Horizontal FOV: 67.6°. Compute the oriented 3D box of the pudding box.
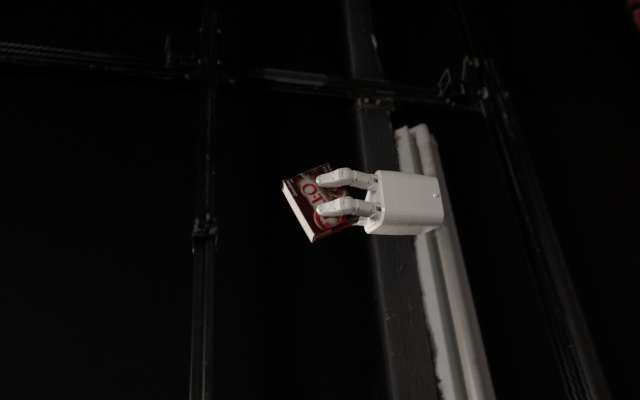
[{"bbox_3d":[0.000,0.003,0.795,0.090,0.113,0.039,-22,-25,-22],"label":"pudding box"}]
